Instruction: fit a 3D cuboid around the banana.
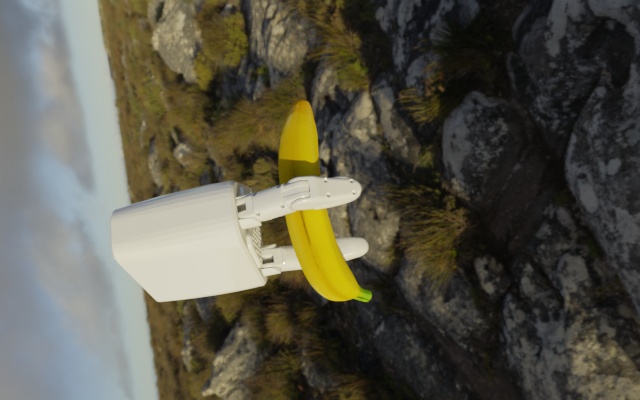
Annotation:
[{"bbox_3d":[-0.006,0.008,0.421,0.037,0.198,0.069,-15,4,24],"label":"banana"}]
